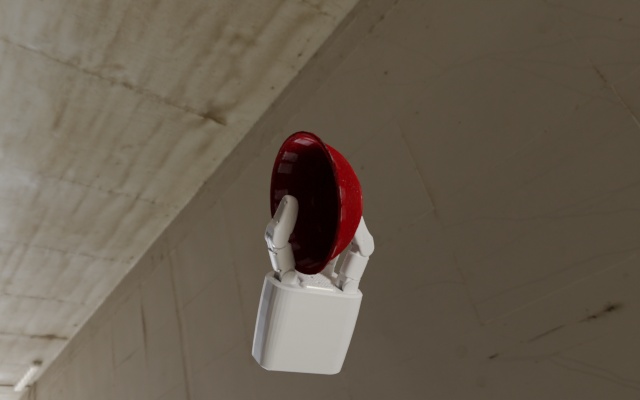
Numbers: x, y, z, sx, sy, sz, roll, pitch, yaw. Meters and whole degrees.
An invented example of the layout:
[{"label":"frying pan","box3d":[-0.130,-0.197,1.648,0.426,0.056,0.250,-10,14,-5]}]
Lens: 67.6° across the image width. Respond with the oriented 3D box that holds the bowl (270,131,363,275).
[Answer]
[{"label":"bowl","box3d":[0.001,0.001,0.548,0.055,0.162,0.162,-4,2,-31]}]
